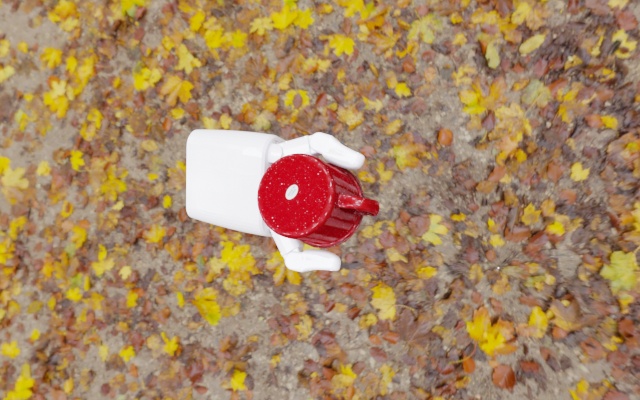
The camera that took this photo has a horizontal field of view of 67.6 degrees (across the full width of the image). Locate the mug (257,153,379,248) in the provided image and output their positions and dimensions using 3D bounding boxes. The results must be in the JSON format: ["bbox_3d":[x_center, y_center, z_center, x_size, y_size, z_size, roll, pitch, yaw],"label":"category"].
[{"bbox_3d":[0.001,0.002,0.474,0.117,0.093,0.081,9,-4,23],"label":"mug"}]
